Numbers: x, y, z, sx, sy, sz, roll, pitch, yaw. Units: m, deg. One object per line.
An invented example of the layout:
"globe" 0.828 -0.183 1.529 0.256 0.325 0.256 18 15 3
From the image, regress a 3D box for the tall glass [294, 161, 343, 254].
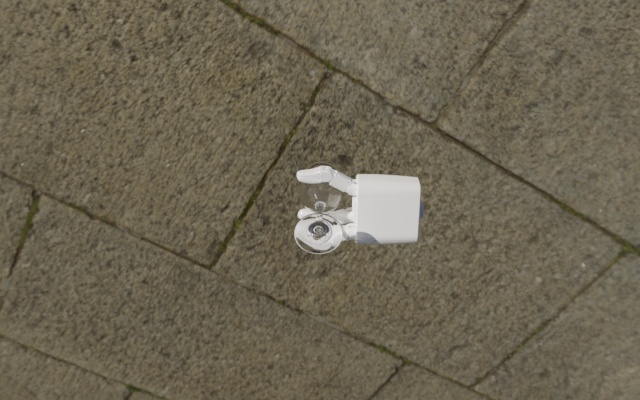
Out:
"tall glass" 0.000 0.003 0.810 0.079 0.079 0.201 0 29 2
